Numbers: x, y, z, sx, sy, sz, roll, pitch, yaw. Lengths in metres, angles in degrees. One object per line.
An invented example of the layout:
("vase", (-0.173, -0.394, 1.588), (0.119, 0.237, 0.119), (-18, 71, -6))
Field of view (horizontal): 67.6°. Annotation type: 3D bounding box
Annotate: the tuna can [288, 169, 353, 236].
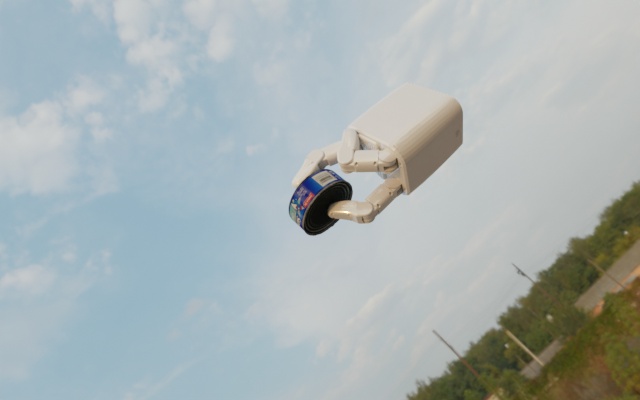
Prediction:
("tuna can", (0.000, 0.002, 0.622), (0.033, 0.086, 0.086), (40, 23, 30))
